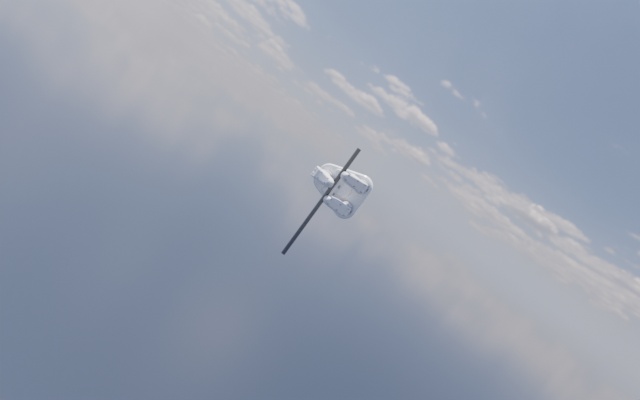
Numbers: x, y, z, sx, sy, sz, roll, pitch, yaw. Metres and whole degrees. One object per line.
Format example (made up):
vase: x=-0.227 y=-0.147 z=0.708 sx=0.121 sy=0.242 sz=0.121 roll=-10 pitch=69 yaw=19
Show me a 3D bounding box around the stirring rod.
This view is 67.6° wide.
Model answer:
stirring rod: x=0.000 y=0.003 z=0.881 sx=0.011 sy=0.239 sz=0.011 roll=36 pitch=6 yaw=-4
